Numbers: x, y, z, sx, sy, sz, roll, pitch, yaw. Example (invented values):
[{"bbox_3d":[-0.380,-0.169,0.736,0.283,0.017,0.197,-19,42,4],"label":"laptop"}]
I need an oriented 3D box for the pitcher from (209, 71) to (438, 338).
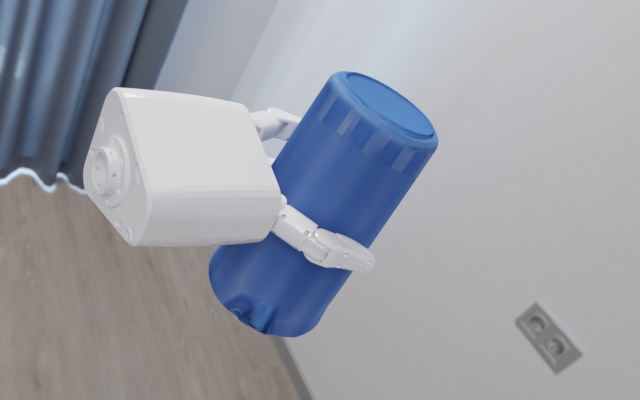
[{"bbox_3d":[0.000,0.002,0.462,0.145,0.243,0.149,2,42,-44],"label":"pitcher"}]
